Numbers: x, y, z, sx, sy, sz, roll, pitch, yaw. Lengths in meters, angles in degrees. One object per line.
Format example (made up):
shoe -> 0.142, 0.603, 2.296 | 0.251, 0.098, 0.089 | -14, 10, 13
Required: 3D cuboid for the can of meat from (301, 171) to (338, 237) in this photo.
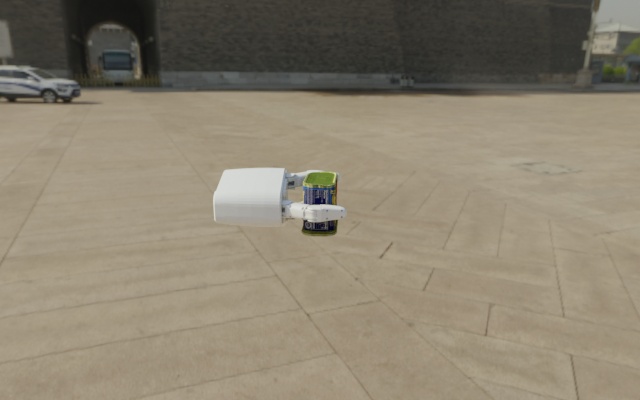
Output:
can of meat -> 0.000, 0.002, 0.783 | 0.057, 0.084, 0.102 | 1, 16, 4
